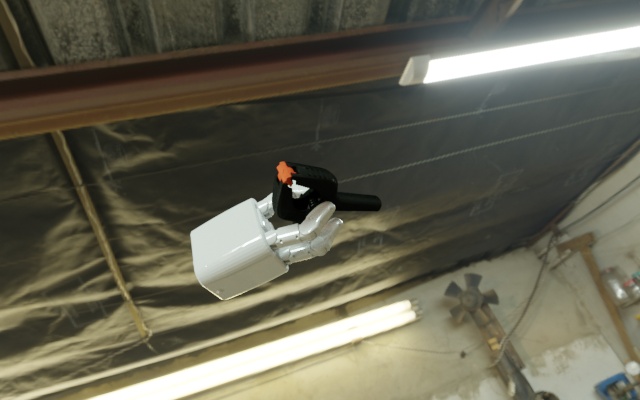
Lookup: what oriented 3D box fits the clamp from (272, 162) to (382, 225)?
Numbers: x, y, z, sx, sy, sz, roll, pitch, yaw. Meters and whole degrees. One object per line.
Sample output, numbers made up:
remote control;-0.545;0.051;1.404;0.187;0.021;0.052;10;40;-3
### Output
clamp;-0.001;0.001;0.672;0.164;0.036;0.210;-28;-32;0
